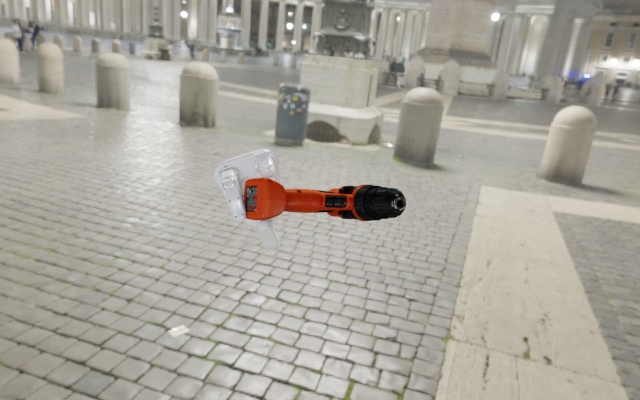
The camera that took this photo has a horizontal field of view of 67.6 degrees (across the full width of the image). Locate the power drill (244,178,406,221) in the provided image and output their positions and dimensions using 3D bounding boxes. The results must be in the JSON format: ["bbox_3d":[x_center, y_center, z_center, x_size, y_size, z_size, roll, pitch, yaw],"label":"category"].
[{"bbox_3d":[0.000,0.002,0.658,0.187,0.057,0.184,4,-3,-26],"label":"power drill"}]
